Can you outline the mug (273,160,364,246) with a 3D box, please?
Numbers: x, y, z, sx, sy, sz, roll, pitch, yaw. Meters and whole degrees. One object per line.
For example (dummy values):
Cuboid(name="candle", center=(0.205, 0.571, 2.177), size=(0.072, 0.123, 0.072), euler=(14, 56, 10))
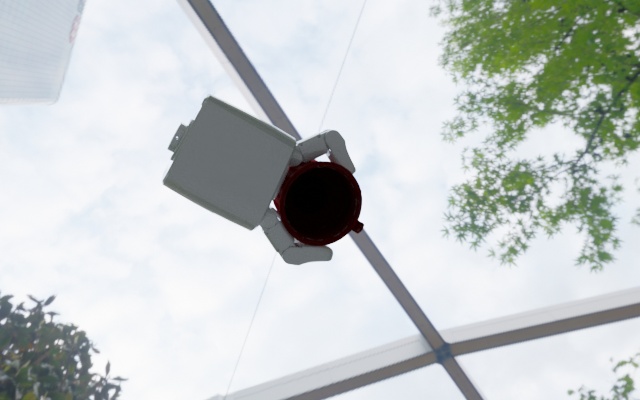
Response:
Cuboid(name="mug", center=(0.001, 0.002, 0.551), size=(0.117, 0.093, 0.081), euler=(30, 2, -20))
